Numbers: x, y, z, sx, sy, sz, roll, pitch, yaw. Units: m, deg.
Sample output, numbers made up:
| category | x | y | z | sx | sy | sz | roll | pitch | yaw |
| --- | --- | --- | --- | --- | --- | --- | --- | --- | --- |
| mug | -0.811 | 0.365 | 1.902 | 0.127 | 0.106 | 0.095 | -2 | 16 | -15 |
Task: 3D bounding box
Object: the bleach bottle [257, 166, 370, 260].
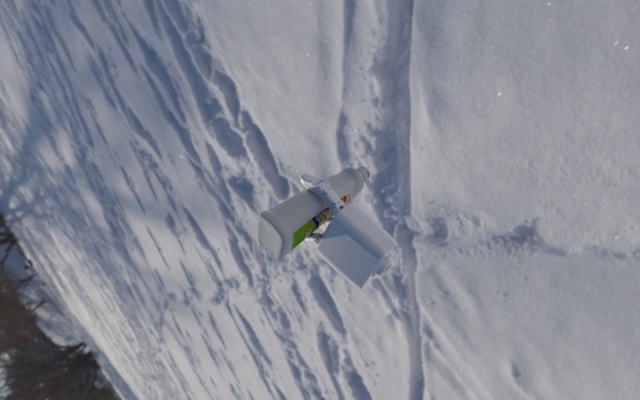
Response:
| category | x | y | z | sx | sy | sz | roll | pitch | yaw |
| --- | --- | --- | --- | --- | --- | --- | --- | --- | --- |
| bleach bottle | 0.000 | 0.003 | 0.866 | 0.250 | 0.068 | 0.103 | -36 | -22 | -30 |
